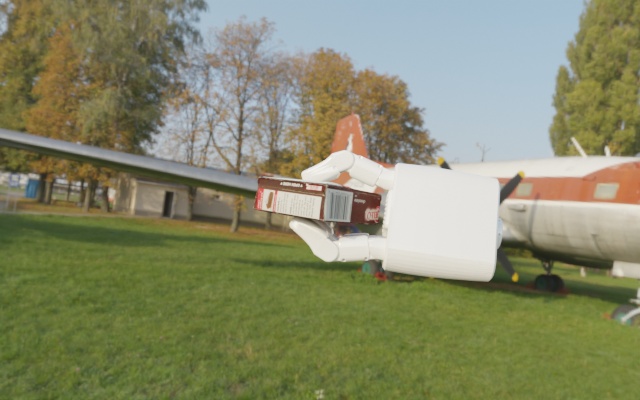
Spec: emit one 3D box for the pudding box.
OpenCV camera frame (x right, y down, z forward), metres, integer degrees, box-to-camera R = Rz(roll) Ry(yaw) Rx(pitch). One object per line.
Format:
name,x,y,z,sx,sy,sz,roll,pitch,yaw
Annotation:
pudding box,0.000,0.001,0.507,0.090,0.039,0.113,7,-2,35
